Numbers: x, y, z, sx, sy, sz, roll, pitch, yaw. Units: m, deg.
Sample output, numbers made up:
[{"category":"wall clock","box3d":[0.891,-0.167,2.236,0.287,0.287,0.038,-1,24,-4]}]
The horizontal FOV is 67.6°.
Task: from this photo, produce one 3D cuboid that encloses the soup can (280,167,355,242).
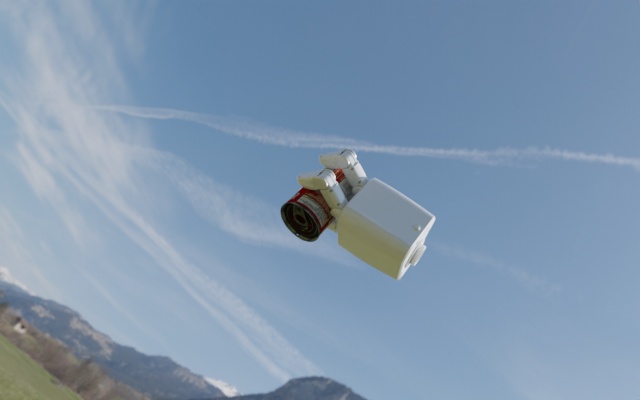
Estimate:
[{"category":"soup can","box3d":[0.000,0.002,0.692,0.068,0.068,0.102,0,35,45]}]
